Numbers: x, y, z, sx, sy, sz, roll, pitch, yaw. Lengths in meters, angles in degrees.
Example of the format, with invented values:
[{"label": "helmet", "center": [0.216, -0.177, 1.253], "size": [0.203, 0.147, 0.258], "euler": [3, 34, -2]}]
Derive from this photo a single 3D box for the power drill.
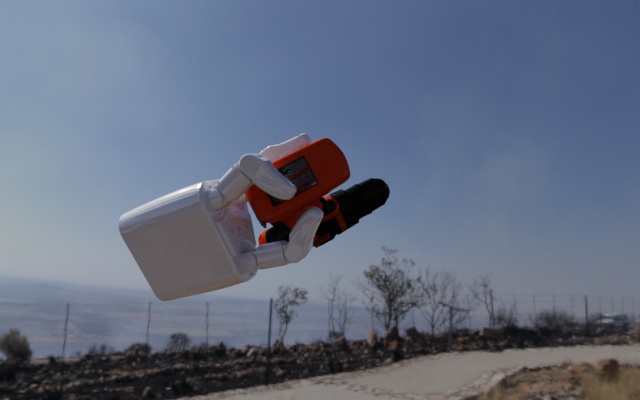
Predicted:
[{"label": "power drill", "center": [0.000, 0.002, 0.554], "size": [0.184, 0.057, 0.188], "euler": [-29, -22, -5]}]
